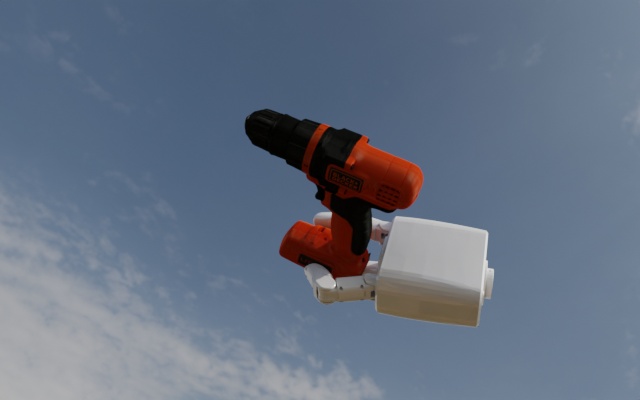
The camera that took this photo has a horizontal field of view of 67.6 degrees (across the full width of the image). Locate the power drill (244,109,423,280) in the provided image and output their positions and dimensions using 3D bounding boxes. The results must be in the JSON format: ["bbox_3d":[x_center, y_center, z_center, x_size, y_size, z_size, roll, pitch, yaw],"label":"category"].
[{"bbox_3d":[0.000,0.002,0.513,0.184,0.188,0.057,25,50,12],"label":"power drill"}]
